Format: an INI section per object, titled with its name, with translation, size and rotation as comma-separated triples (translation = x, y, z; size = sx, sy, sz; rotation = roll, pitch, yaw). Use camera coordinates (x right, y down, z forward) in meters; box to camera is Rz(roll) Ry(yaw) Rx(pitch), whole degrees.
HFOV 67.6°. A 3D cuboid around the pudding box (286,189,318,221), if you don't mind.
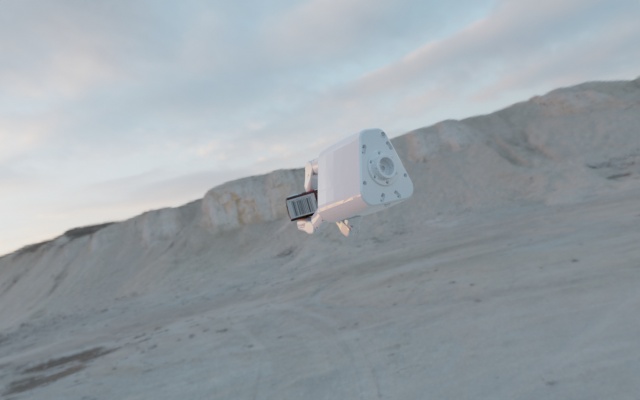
[pudding box]
translation = 0.000, 0.002, 0.784
size = 0.113, 0.039, 0.090
rotation = -14, -4, -4
